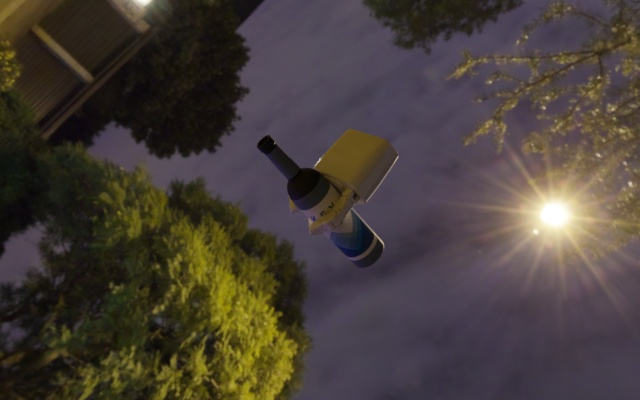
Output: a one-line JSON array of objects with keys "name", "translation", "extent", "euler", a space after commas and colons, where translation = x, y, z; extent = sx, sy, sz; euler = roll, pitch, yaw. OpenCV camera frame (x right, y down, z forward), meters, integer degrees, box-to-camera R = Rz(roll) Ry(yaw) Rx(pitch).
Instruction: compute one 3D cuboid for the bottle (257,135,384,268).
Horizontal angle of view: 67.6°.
[{"name": "bottle", "translation": [0.000, 0.003, 0.805], "extent": [0.069, 0.069, 0.296], "euler": [0, -40, 51]}]
